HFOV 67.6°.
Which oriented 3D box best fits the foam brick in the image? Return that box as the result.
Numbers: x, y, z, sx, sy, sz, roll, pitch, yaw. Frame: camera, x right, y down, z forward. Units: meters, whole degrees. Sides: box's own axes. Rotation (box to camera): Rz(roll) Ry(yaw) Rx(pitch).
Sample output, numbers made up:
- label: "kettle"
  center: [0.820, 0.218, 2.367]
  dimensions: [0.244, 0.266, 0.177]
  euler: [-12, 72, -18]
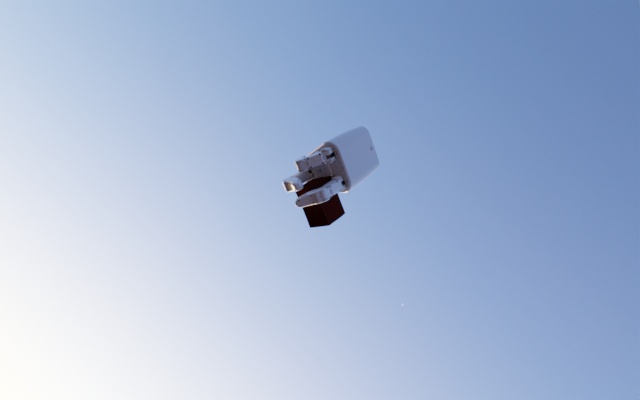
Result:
- label: "foam brick"
  center: [0.000, 0.003, 0.868]
  dimensions: [0.053, 0.078, 0.051]
  euler: [-7, 20, 44]
